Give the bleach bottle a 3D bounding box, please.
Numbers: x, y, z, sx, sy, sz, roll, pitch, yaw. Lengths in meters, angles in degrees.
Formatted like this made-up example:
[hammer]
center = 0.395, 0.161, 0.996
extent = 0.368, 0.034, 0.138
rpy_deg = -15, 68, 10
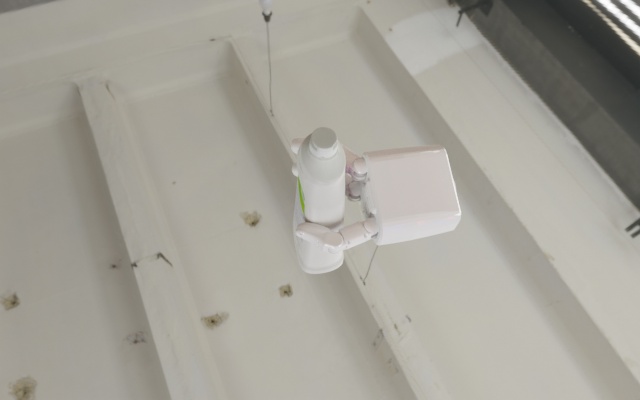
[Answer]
[bleach bottle]
center = 0.000, 0.002, 0.613
extent = 0.068, 0.102, 0.251
rpy_deg = -11, -28, -9
